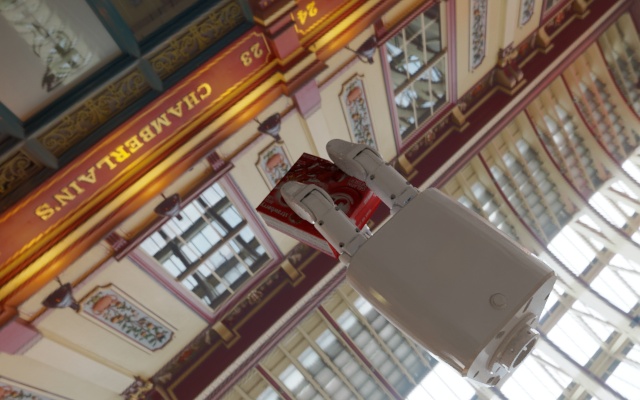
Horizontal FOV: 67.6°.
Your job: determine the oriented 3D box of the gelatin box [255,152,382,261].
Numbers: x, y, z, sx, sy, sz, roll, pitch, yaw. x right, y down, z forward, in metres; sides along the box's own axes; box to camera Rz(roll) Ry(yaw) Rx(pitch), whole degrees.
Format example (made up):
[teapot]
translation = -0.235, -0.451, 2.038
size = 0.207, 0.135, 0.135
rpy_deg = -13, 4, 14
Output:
[gelatin box]
translation = 0.000, 0.002, 0.413
size = 0.089, 0.073, 0.030
rpy_deg = 21, -27, 37
